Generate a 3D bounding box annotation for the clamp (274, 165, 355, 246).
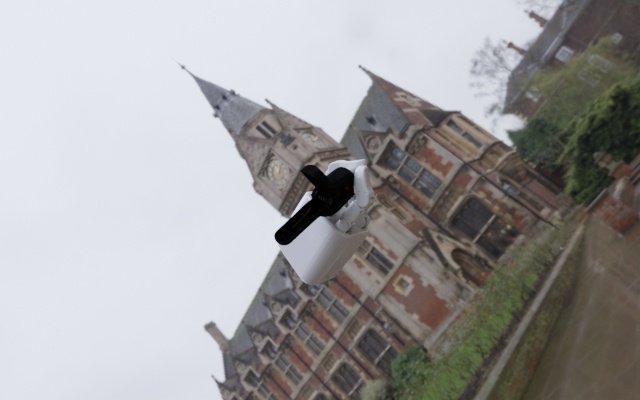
[{"bbox_3d":[0.000,0.002,0.671,0.039,0.120,0.171,42,22,21],"label":"clamp"}]
